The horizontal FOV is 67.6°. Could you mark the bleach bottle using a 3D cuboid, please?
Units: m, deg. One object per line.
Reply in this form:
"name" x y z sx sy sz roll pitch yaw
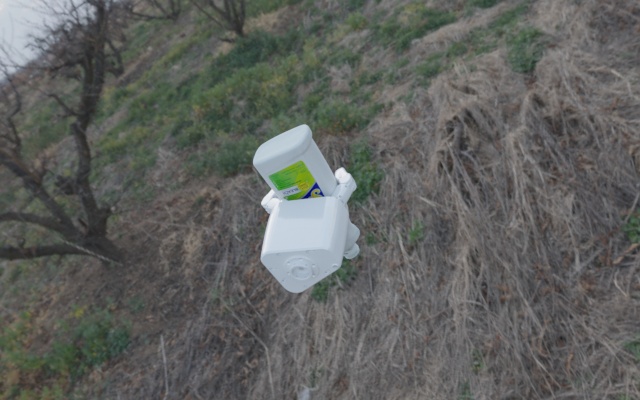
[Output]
"bleach bottle" 0.000 0.003 0.780 0.102 0.251 0.068 -21 34 24
